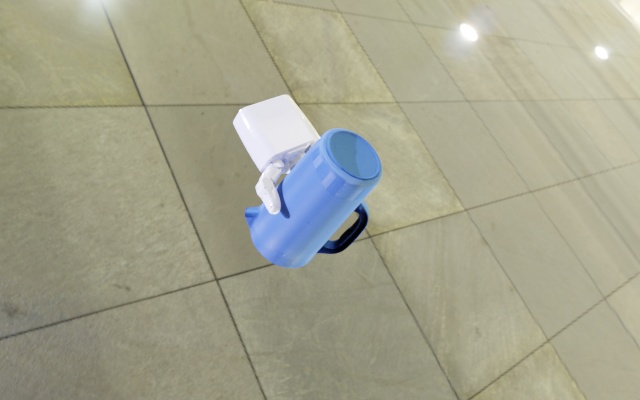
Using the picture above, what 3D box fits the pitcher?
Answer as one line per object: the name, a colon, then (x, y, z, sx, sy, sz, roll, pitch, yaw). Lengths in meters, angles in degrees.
pitcher: (0.000, 0.002, 0.775, 0.149, 0.145, 0.243, -18, -21, -43)
